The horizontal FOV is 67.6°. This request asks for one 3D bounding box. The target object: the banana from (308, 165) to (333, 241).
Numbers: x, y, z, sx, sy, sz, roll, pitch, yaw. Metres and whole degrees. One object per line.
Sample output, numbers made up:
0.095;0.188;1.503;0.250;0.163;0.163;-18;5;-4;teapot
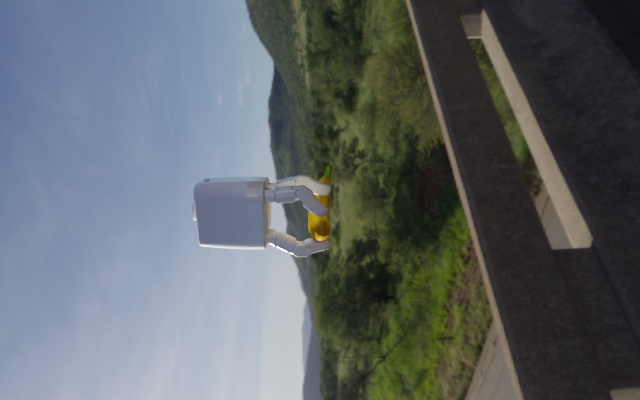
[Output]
-0.001;0.016;0.801;0.037;0.070;0.197;5;35;-1;banana
